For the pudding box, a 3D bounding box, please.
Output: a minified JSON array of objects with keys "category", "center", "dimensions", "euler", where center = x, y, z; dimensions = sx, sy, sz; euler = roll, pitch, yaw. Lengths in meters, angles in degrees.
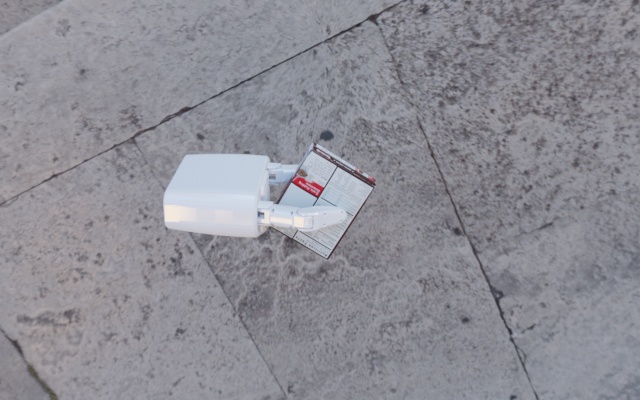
[{"category":"pudding box","center":[0.000,0.002,0.571],"dimensions":[0.090,0.113,0.039],"euler":[31,18,-6]}]
